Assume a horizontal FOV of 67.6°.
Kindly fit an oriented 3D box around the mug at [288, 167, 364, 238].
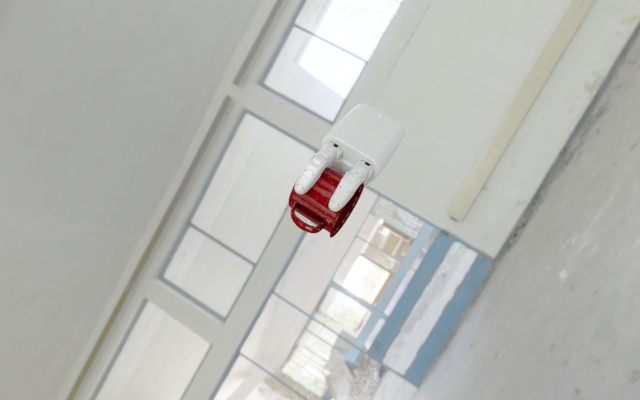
[{"bbox_3d":[-0.001,0.003,0.700,0.081,0.093,0.117,31,52,12],"label":"mug"}]
